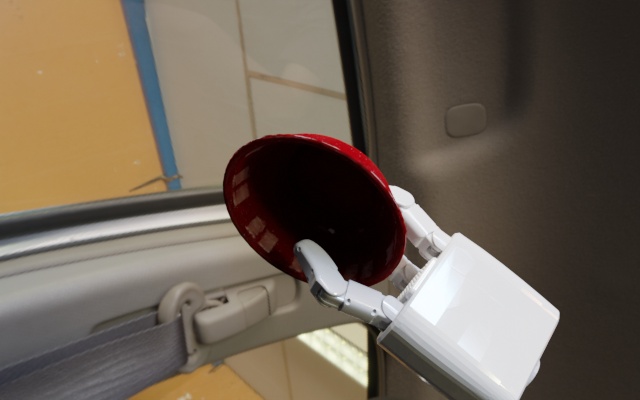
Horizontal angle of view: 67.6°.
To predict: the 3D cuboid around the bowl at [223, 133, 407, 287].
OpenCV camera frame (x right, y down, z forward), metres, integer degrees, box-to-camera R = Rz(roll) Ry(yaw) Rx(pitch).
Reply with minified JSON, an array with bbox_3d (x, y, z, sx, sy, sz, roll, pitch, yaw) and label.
[{"bbox_3d":[-0.001,0.000,0.408,0.162,0.162,0.055,0,38,28],"label":"bowl"}]
